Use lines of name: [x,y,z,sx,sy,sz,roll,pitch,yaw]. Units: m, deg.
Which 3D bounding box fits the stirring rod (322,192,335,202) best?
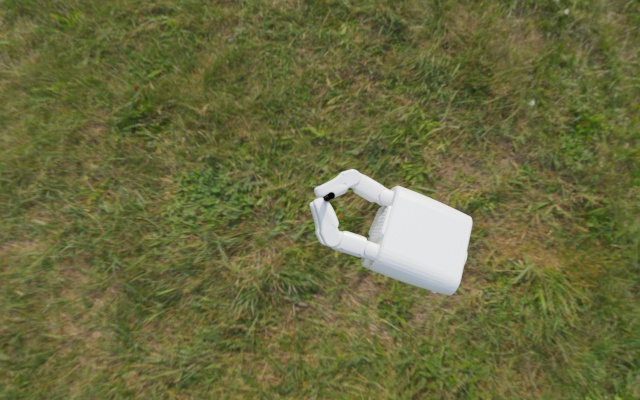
stirring rod: [0.000,0.002,0.638,0.011,0.011,0.239,0,-4,-6]
